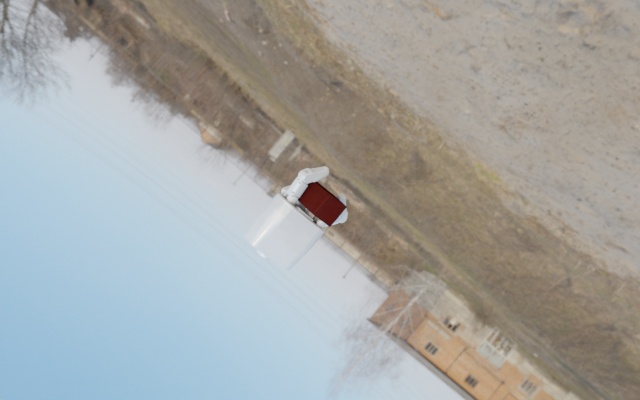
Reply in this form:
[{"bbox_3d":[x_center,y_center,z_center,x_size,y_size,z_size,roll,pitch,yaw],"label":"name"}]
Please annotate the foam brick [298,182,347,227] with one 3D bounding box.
[{"bbox_3d":[0.000,0.003,0.897,0.053,0.051,0.078,40,0,-43],"label":"foam brick"}]
